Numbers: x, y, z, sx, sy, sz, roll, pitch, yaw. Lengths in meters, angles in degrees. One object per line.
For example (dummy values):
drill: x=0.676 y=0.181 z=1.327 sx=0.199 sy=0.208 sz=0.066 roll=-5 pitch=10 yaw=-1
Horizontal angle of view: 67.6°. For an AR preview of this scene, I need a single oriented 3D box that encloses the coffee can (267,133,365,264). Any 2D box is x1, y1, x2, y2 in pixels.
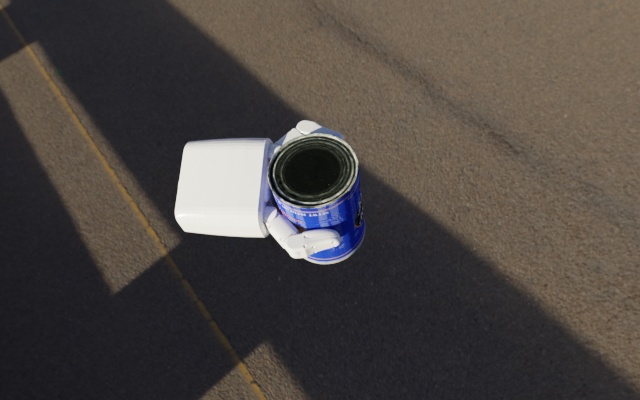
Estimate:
coffee can: x=0.000 y=0.002 z=0.583 sx=0.103 sy=0.102 sz=0.140 roll=0 pitch=-32 yaw=9
